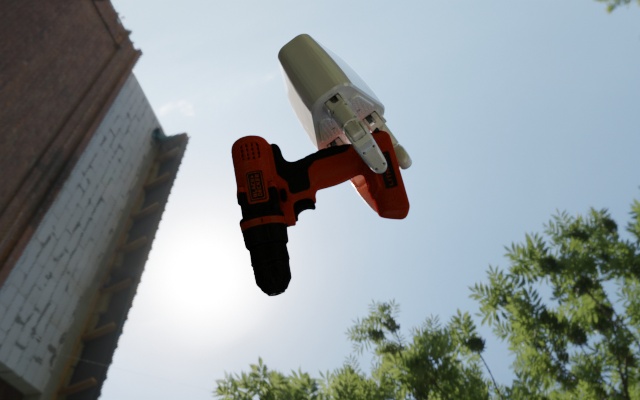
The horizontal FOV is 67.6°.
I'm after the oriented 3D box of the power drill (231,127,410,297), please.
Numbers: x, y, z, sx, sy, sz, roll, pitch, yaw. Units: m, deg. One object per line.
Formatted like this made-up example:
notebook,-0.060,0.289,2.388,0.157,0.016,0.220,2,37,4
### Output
power drill,0.000,0.001,0.539,0.187,0.184,0.057,-11,-13,-7
